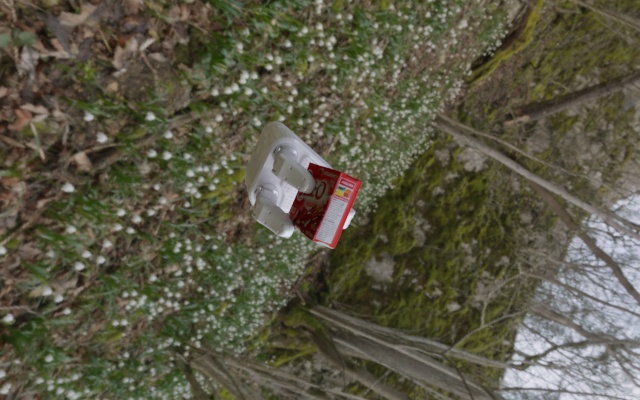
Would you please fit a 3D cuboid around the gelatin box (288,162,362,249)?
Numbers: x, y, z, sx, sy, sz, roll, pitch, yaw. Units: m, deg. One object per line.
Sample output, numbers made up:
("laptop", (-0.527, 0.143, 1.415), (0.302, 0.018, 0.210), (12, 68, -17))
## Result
("gelatin box", (0.001, 0.002, 0.501), (0.030, 0.073, 0.089), (22, 2, -25))
